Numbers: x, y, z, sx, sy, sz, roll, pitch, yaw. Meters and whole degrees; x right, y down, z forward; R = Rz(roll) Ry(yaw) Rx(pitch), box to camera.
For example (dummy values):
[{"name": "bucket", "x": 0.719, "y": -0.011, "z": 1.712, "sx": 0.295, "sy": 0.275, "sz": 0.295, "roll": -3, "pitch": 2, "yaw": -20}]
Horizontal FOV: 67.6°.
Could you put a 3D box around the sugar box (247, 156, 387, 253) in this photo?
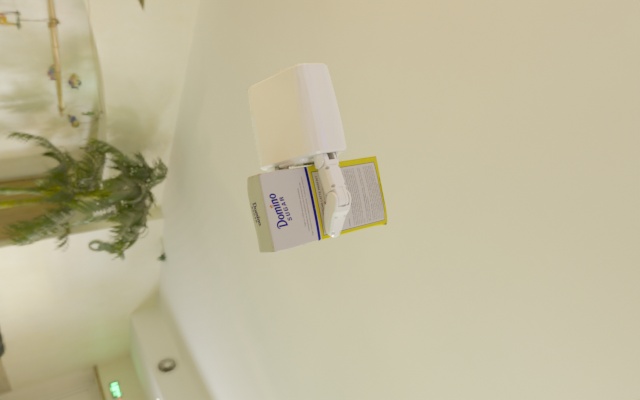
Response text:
[{"name": "sugar box", "x": 0.000, "y": 0.002, "z": 0.596, "sx": 0.176, "sy": 0.093, "sz": 0.048, "roll": -11, "pitch": 0, "yaw": -31}]
